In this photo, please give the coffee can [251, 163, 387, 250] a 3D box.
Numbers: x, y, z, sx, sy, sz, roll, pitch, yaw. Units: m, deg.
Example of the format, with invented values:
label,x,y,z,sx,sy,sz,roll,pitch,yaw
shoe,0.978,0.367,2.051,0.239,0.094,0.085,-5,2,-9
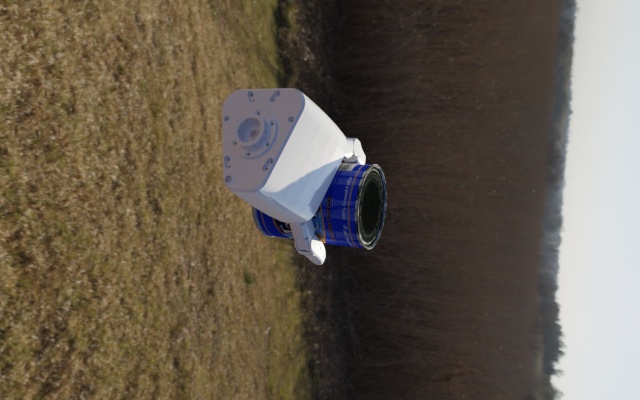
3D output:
label,x,y,z,sx,sy,sz,roll,pitch,yaw
coffee can,0.000,0.002,0.598,0.140,0.103,0.103,5,2,25
